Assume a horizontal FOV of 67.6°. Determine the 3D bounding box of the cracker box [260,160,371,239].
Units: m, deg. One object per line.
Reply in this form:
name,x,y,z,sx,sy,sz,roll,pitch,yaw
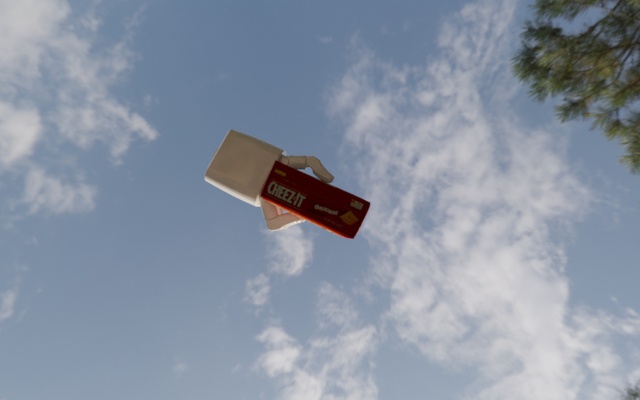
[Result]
cracker box,0.000,0.003,0.833,0.164,0.072,0.214,24,1,6
